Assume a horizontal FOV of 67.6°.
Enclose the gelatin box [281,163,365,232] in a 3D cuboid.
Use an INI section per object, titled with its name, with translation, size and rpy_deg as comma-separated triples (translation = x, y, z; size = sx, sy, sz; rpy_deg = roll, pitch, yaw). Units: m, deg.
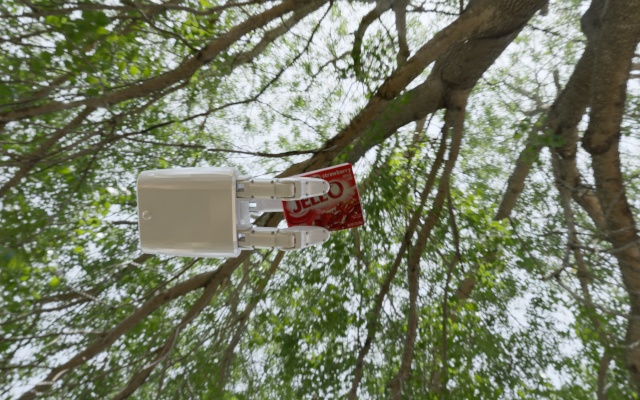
[gelatin box]
translation = 0.000, 0.002, 0.553
size = 0.089, 0.073, 0.030
rpy_deg = -13, 8, -2
